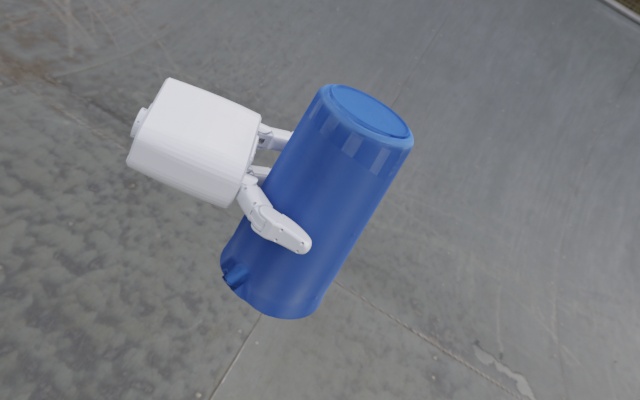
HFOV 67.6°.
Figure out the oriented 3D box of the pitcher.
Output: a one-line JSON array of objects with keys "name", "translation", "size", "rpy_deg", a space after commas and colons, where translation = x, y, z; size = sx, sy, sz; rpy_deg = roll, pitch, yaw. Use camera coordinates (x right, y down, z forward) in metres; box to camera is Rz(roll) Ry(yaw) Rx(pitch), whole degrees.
[{"name": "pitcher", "translation": [0.000, 0.002, 0.527], "size": [0.145, 0.243, 0.149], "rpy_deg": [23, 30, -15]}]
